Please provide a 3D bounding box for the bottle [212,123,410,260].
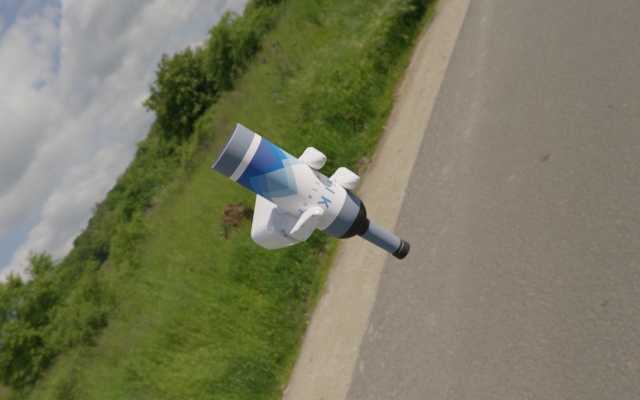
[{"bbox_3d":[0.000,0.002,0.647,0.296,0.069,0.069,31,-10,-17],"label":"bottle"}]
